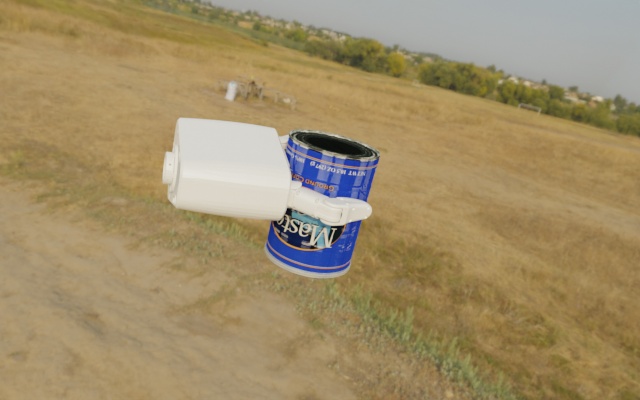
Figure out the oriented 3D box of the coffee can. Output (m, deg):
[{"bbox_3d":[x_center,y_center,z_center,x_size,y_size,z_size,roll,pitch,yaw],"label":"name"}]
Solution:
[{"bbox_3d":[0.000,0.002,0.538,0.103,0.140,0.102,12,19,-4],"label":"coffee can"}]
